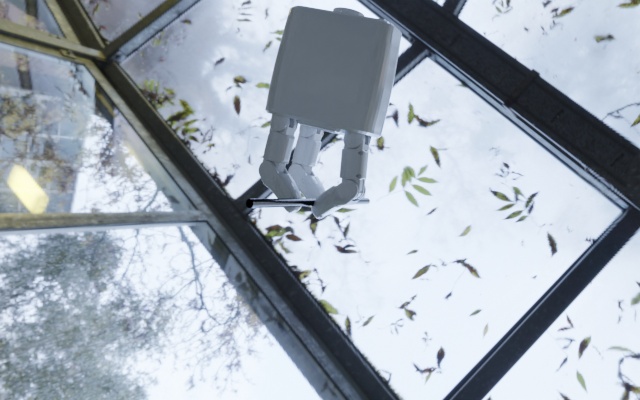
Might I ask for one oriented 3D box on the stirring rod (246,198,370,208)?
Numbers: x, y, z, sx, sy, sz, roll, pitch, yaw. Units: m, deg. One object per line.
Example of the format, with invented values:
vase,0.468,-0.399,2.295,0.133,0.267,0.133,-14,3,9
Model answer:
stirring rod,0.000,0.002,0.504,0.011,0.011,0.239,0,0,30
